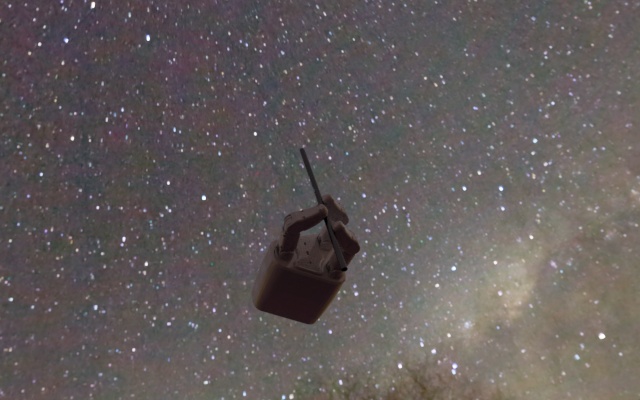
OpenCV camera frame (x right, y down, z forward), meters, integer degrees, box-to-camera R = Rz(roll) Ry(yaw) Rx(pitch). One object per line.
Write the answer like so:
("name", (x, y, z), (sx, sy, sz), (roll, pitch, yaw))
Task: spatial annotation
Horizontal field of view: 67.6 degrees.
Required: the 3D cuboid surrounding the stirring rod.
("stirring rod", (0.000, 0.002, 0.652), (0.011, 0.011, 0.239), (0, 42, -19))
